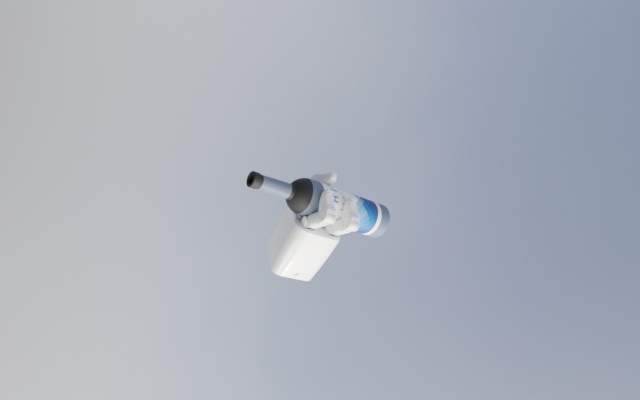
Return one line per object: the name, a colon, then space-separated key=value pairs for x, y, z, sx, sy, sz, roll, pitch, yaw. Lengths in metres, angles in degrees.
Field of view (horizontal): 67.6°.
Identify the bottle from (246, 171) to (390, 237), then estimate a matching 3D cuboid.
bottle: x=0.000 y=0.003 z=0.856 sx=0.296 sy=0.069 sz=0.069 roll=18 pitch=-11 yaw=-36
